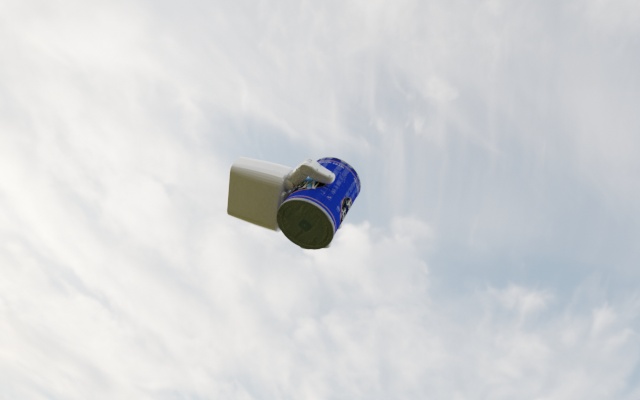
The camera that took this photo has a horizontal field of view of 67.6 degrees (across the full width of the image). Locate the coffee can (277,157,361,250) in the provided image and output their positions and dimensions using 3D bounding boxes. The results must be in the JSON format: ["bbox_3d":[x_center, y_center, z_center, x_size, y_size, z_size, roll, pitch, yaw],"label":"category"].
[{"bbox_3d":[0.000,0.003,0.831,0.103,0.103,0.140,0,34,27],"label":"coffee can"}]
